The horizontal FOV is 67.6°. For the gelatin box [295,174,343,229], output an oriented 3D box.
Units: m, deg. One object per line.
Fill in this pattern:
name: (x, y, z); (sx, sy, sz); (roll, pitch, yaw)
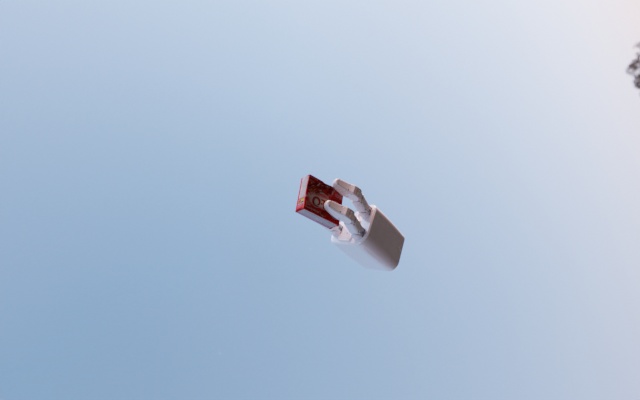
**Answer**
gelatin box: (0.000, 0.003, 0.895); (0.089, 0.073, 0.030); (28, -32, -30)
